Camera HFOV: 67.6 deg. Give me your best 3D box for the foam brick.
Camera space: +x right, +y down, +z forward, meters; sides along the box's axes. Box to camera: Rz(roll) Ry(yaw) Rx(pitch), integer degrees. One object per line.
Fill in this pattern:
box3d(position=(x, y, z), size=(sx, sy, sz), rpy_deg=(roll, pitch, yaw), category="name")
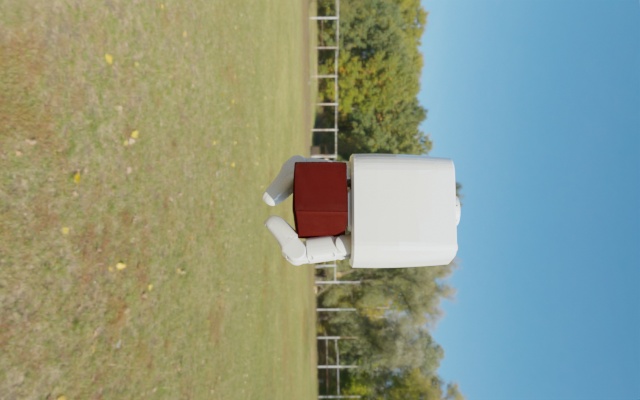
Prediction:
box3d(position=(0.000, 0.002, 0.475), size=(0.051, 0.053, 0.078), rpy_deg=(1, -23, 0), category="foam brick")
